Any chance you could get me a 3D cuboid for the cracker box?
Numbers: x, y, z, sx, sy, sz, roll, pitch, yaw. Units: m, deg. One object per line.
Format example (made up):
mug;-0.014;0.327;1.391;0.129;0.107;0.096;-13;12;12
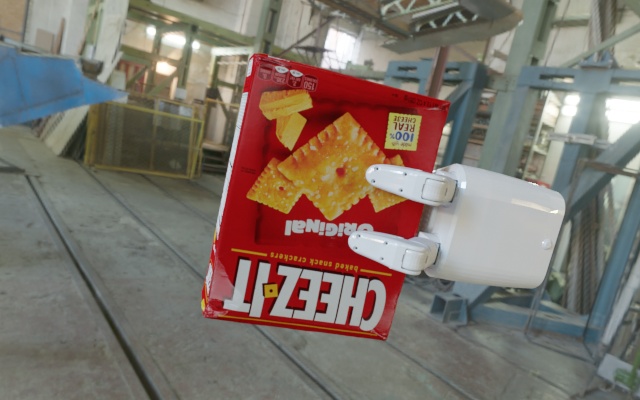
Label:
cracker box;0.000;0.001;0.408;0.164;0.214;0.072;11;8;-14
